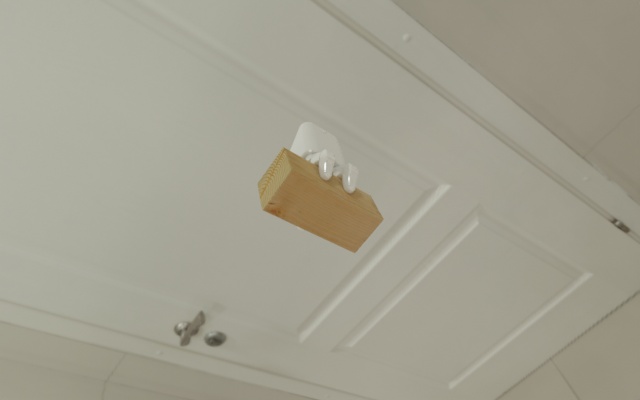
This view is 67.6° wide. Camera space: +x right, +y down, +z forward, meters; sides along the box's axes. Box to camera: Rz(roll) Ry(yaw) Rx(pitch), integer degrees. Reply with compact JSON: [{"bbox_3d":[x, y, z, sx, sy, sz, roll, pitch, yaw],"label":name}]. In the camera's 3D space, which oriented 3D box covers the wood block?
[{"bbox_3d":[0.000,0.003,0.864,0.206,0.091,0.090,27,23,-28],"label":"wood block"}]
